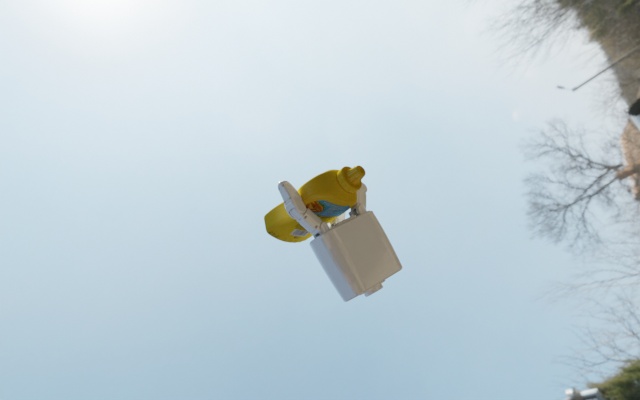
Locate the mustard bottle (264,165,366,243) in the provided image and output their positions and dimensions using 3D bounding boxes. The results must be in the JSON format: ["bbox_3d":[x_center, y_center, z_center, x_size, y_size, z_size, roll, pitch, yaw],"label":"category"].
[{"bbox_3d":[0.000,0.002,0.756,0.096,0.058,0.192,13,-37,-39],"label":"mustard bottle"}]
